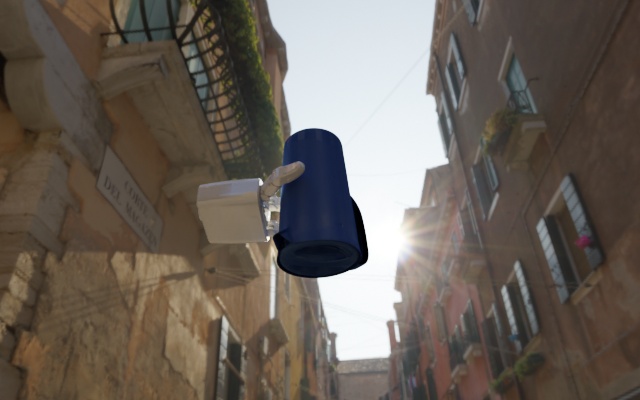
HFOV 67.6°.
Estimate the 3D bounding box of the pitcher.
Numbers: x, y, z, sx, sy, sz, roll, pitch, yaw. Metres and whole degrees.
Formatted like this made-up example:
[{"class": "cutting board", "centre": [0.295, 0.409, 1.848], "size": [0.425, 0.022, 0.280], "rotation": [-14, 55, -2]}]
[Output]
[{"class": "pitcher", "centre": [0.000, 0.003, 0.812], "size": [0.145, 0.242, 0.149], "rotation": [-6, -34, 5]}]
